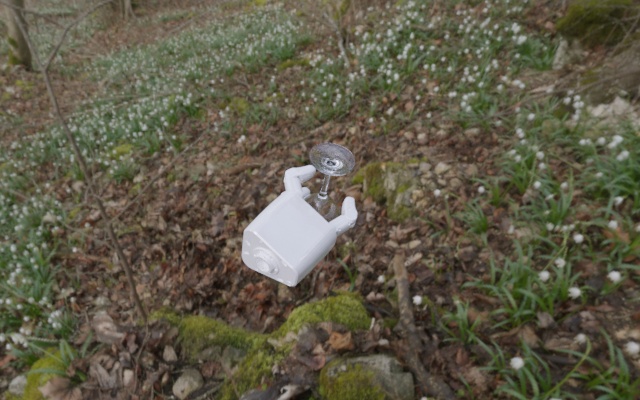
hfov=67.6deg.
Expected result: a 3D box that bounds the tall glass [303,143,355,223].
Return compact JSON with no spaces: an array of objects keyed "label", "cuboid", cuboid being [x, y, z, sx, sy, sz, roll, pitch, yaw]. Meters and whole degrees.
[{"label":"tall glass","cuboid":[0.000,0.002,0.810,0.079,0.079,0.201,0,-43,-14]}]
